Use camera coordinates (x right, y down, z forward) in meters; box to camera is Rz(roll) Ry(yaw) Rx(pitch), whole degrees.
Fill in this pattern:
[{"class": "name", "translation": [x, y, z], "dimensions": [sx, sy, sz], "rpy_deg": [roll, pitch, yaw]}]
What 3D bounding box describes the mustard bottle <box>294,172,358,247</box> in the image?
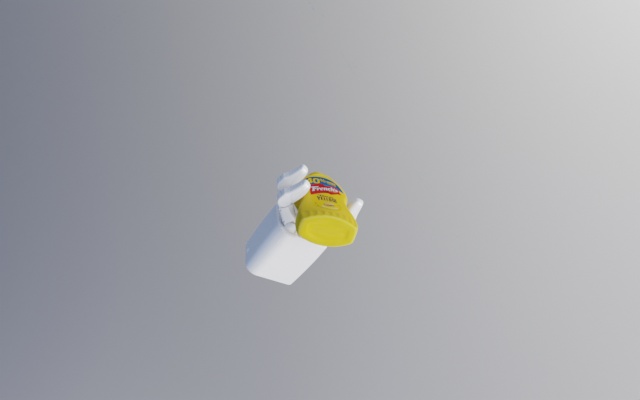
[{"class": "mustard bottle", "translation": [0.000, 0.003, 0.816], "dimensions": [0.096, 0.058, 0.191], "rpy_deg": [9, 28, -13]}]
